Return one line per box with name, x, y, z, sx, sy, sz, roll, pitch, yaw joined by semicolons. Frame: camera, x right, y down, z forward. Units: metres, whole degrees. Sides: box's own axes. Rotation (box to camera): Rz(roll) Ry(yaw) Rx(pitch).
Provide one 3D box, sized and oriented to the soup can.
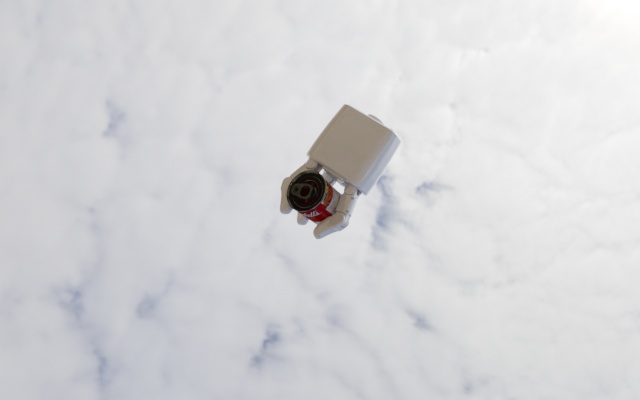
soup can;0.000;0.003;0.764;0.068;0.068;0.102;0;-20;28
